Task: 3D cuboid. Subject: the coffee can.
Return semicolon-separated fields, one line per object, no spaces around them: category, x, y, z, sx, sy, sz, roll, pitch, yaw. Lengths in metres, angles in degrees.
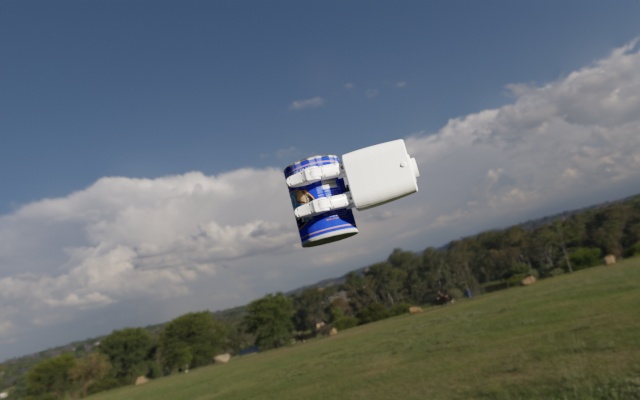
coffee can;0.000;0.003;0.846;0.103;0.140;0.103;-14;-11;-3
